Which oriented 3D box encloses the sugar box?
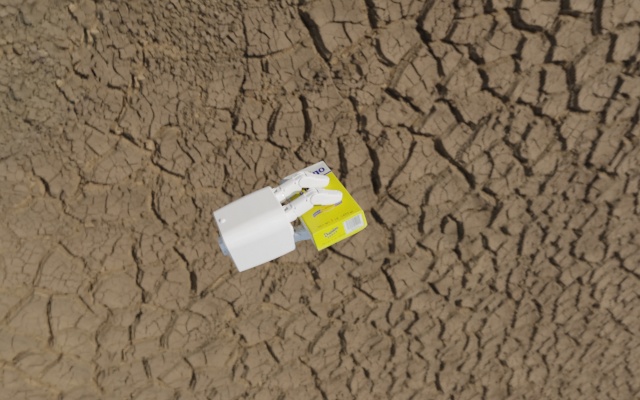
[{"bbox_3d":[0.000,0.002,0.830,0.093,0.048,0.176,-25,41,-9],"label":"sugar box"}]
